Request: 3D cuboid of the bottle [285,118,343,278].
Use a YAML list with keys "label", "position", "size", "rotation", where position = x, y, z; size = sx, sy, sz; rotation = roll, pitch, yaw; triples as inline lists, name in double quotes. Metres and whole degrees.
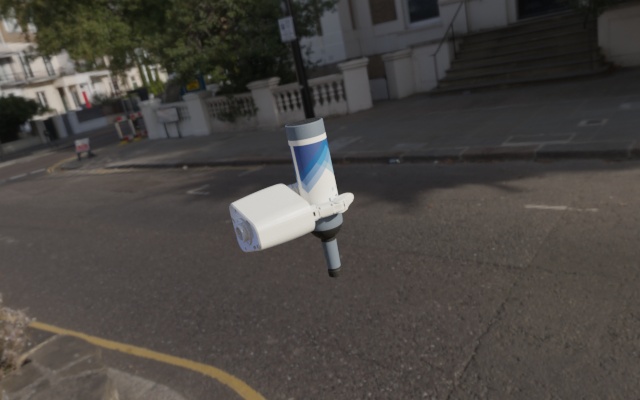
- label: "bottle"
  position: [0.000, 0.003, 0.864]
  size: [0.069, 0.296, 0.069]
  rotation: [-11, 17, 3]
